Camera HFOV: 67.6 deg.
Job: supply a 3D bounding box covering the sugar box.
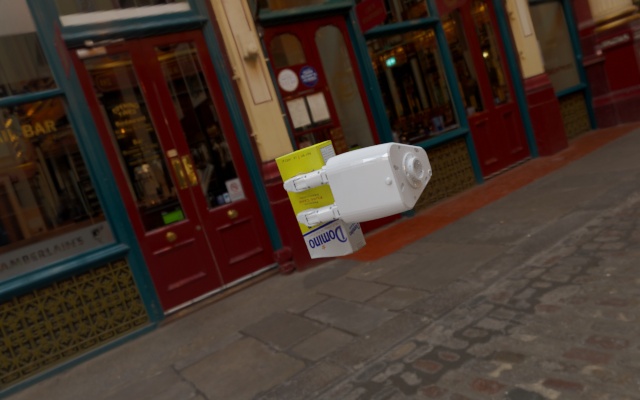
[{"bbox_3d":[0.000,0.003,0.757,0.093,0.176,0.048,-13,8,41],"label":"sugar box"}]
